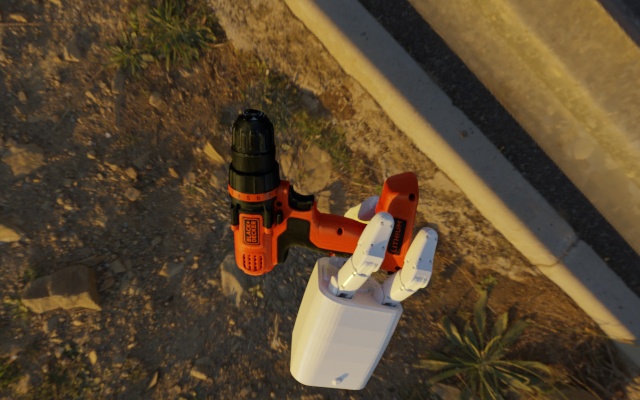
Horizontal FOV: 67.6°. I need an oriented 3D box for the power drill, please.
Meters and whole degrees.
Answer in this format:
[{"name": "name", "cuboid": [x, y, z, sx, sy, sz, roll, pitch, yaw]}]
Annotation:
[{"name": "power drill", "cuboid": [0.001, 0.002, 0.485, 0.187, 0.185, 0.057, 6, 33, 3]}]
